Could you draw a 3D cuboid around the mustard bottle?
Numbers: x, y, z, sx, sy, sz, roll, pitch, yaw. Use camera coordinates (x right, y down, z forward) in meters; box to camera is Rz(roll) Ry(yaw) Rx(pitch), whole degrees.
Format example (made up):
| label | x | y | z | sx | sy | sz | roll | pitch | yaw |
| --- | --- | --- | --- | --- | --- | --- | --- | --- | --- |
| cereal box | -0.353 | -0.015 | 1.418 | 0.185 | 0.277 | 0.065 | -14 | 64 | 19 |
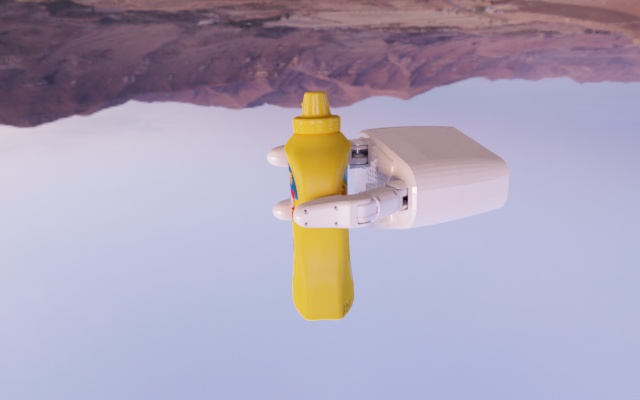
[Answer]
| label | x | y | z | sx | sy | sz | roll | pitch | yaw |
| --- | --- | --- | --- | --- | --- | --- | --- | --- | --- |
| mustard bottle | 0.000 | 0.002 | 0.425 | 0.058 | 0.192 | 0.096 | -1 | 15 | 2 |
